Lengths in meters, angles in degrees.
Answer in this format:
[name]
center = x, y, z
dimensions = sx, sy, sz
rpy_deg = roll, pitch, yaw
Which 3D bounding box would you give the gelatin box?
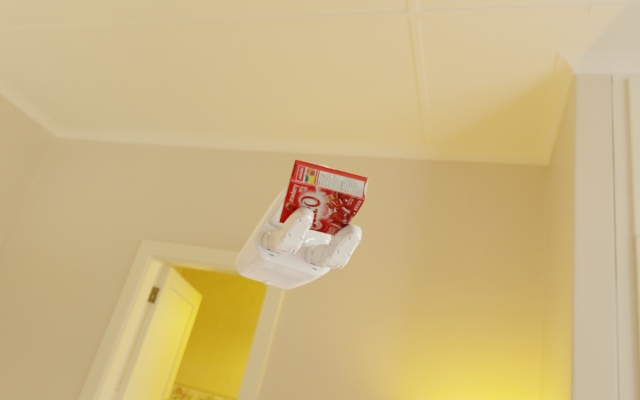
[gelatin box]
center = 0.000, 0.001, 0.484
dimensions = 0.073, 0.030, 0.089
rpy_deg = 14, -31, -5
